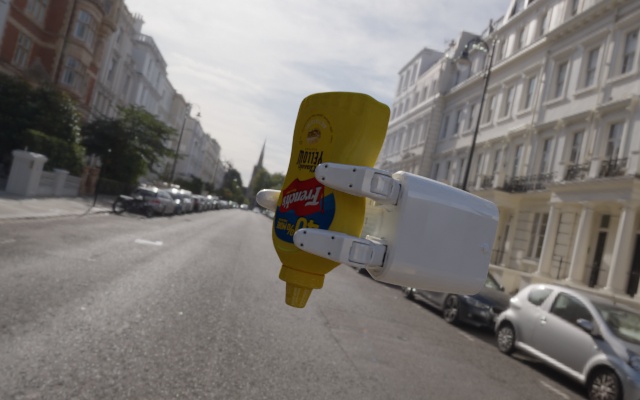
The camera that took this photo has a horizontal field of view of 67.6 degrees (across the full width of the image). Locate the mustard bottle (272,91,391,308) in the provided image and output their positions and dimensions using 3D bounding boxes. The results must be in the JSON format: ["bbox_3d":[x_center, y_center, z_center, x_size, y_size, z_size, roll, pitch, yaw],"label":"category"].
[{"bbox_3d":[0.000,0.001,0.432,0.058,0.191,0.096,16,-4,-43],"label":"mustard bottle"}]
